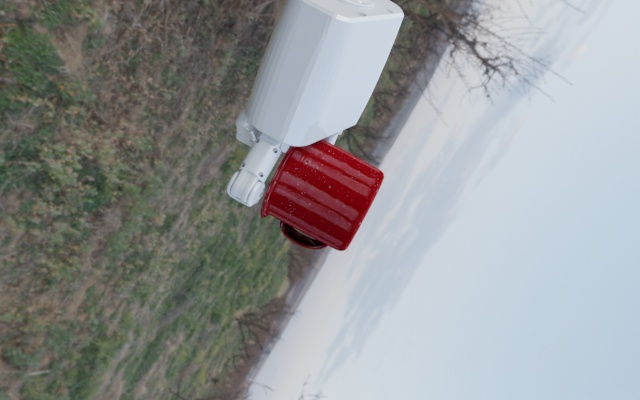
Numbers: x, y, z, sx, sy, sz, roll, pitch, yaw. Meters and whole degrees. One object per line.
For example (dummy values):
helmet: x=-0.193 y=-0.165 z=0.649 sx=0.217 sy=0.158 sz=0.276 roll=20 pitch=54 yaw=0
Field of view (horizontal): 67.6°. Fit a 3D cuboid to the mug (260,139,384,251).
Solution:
mug: x=0.000 y=0.003 z=0.435 sx=0.081 sy=0.117 sz=0.093 roll=28 pitch=37 yaw=3
